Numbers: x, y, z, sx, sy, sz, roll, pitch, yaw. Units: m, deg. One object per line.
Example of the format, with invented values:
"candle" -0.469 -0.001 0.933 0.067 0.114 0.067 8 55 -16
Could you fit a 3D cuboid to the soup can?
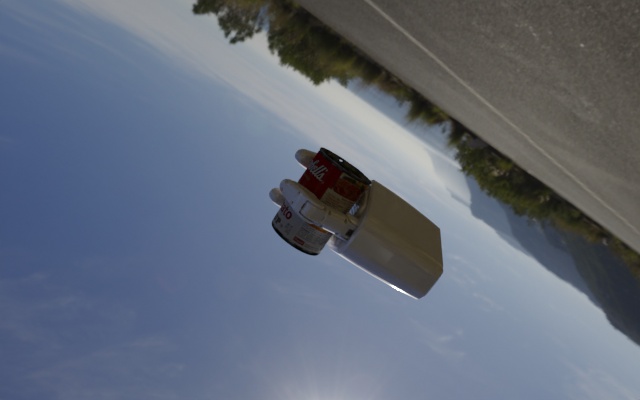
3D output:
"soup can" -0.001 0.002 0.531 0.068 0.102 0.068 33 13 -8
